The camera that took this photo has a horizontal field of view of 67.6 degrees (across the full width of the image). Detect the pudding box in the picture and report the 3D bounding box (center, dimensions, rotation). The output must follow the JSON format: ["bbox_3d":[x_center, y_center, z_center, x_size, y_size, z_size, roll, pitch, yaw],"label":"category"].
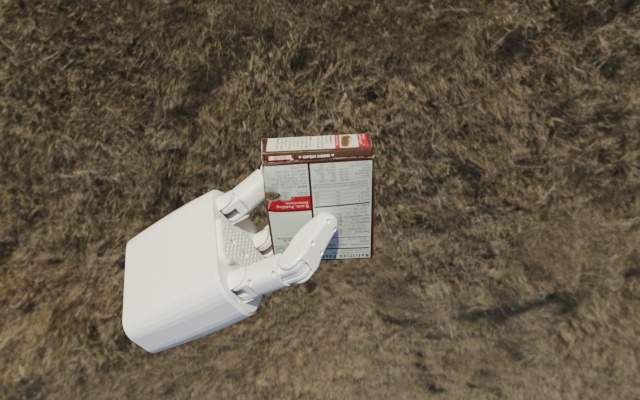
[{"bbox_3d":[0.000,0.001,0.402,0.090,0.114,0.039,-3,40,0],"label":"pudding box"}]
